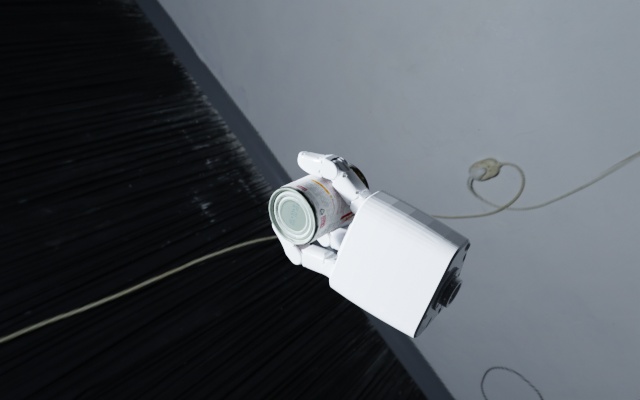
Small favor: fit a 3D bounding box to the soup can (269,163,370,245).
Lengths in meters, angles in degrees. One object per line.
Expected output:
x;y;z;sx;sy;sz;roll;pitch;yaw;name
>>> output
0.000;0.002;0.540;0.068;0.068;0.102;0;18;40;soup can
